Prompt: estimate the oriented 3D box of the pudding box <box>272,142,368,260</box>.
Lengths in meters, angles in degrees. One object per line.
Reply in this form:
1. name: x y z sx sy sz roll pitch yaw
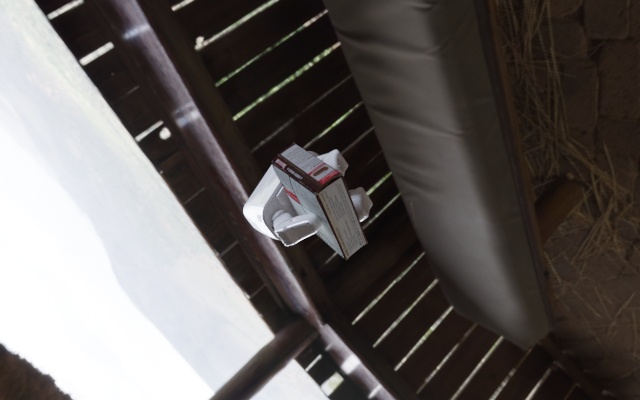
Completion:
1. pudding box: 0.000 0.002 0.528 0.039 0.114 0.090 -40 45 -15
